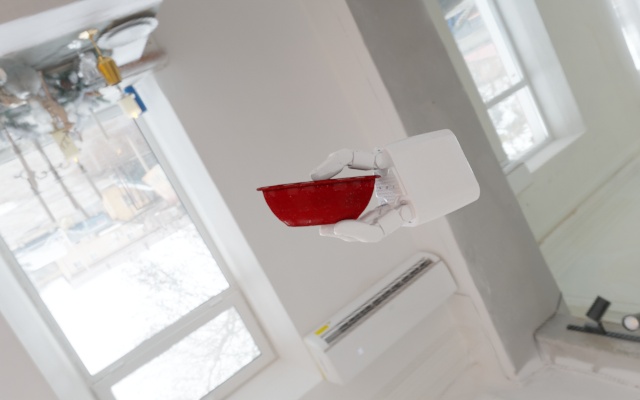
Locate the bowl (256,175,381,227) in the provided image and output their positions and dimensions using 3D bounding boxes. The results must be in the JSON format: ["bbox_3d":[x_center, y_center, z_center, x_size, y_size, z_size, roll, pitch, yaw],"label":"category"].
[{"bbox_3d":[-0.001,0.003,0.619,0.162,0.055,0.162,-6,1,0],"label":"bowl"}]
